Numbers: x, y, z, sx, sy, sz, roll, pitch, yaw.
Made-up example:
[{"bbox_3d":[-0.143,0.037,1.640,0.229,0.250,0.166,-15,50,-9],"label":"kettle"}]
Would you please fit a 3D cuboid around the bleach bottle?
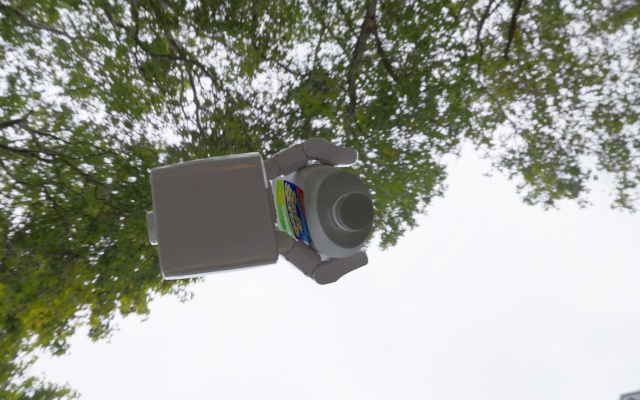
[{"bbox_3d":[0.000,0.002,0.489,0.068,0.102,0.251,-7,1,-12],"label":"bleach bottle"}]
